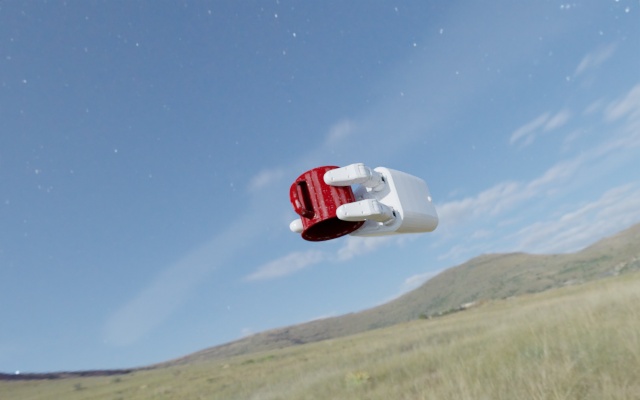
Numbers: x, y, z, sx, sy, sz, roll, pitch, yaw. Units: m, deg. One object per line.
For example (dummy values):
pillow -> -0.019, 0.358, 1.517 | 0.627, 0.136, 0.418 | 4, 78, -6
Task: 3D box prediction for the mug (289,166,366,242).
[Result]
mug -> -0.001, 0.002, 0.671 | 0.117, 0.081, 0.093 | 10, -34, -46
